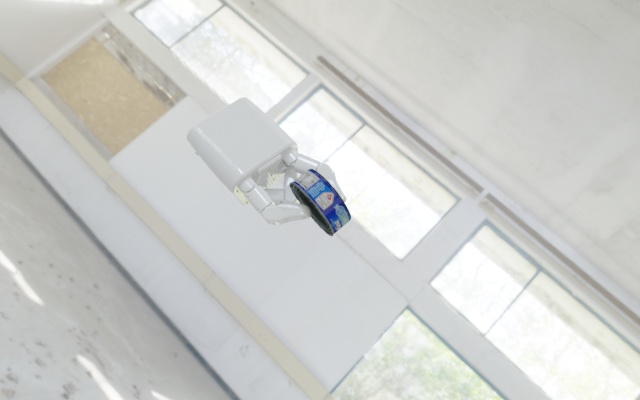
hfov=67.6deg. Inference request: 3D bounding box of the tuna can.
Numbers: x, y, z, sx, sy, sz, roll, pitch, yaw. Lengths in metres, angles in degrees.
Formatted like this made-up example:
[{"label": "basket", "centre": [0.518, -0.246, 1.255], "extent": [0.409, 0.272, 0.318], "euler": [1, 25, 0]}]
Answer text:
[{"label": "tuna can", "centre": [0.001, 0.002, 0.604], "extent": [0.034, 0.086, 0.086], "euler": [-39, 8, -10]}]
